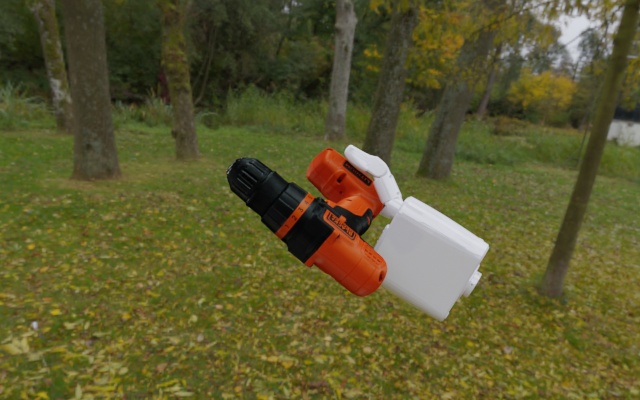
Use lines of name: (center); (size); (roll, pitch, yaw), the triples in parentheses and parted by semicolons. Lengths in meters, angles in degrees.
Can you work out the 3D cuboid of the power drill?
power drill: (0.000, 0.002, 0.524); (0.184, 0.057, 0.187); (41, 25, -4)
